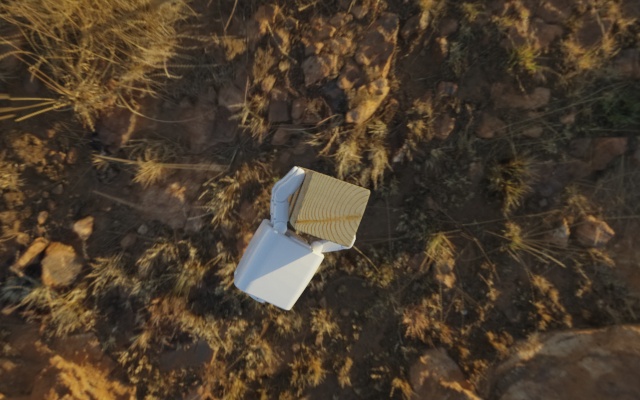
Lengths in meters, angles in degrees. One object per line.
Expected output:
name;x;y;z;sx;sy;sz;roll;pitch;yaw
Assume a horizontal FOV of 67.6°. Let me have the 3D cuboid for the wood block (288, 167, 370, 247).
wood block;0.000;0.003;0.779;0.091;0.090;0.206;19;3;-11
